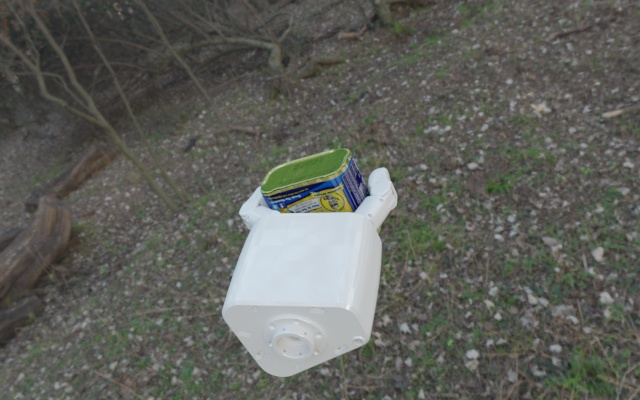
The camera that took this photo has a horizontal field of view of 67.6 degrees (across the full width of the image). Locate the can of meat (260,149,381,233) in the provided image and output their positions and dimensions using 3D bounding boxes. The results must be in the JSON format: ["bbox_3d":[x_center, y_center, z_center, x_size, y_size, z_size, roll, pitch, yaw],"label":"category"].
[{"bbox_3d":[0.000,0.001,0.485,0.102,0.084,0.057,-14,32,24],"label":"can of meat"}]
